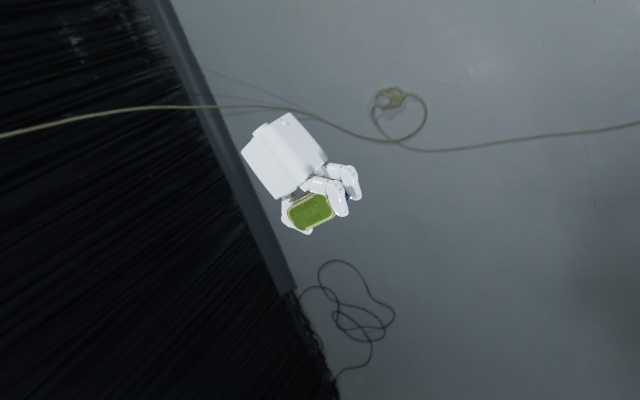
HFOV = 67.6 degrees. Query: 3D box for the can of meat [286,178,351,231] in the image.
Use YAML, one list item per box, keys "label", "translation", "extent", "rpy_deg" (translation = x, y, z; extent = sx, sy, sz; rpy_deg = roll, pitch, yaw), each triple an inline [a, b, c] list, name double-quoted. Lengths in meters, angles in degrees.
- label: "can of meat"
  translation: [0.000, 0.003, 0.835]
  extent: [0.102, 0.057, 0.084]
  rpy_deg: [-28, 10, 38]
